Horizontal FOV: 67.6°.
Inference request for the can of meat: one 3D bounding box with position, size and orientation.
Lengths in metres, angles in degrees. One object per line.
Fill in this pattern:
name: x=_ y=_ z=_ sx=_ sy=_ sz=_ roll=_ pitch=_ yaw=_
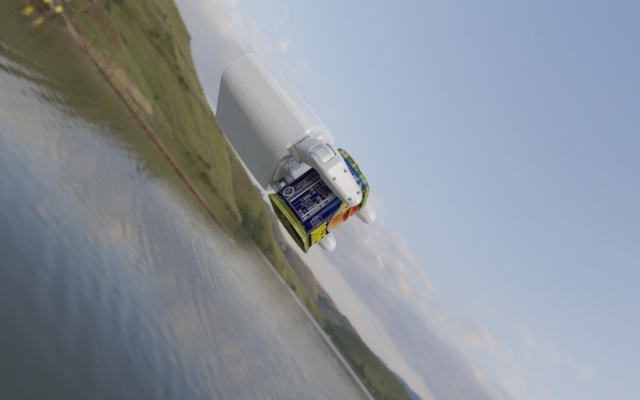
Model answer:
can of meat: x=0.000 y=0.001 z=0.483 sx=0.084 sy=0.057 sz=0.102 roll=-37 pitch=-12 yaw=-9
